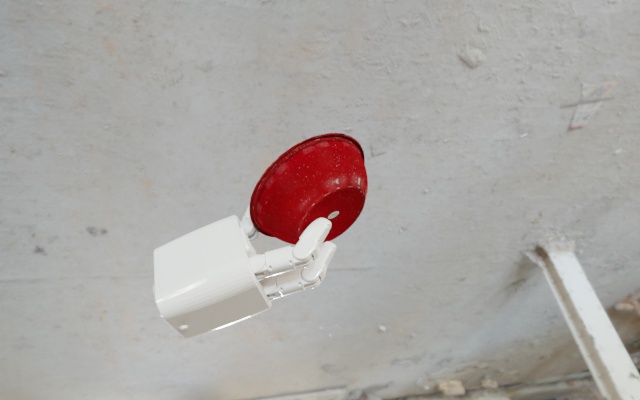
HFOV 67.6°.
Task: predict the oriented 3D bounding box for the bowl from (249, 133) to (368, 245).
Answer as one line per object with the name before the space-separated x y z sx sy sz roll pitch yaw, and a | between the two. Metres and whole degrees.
bowl | 0.001 0.001 0.563 0.162 0.162 0.055 0 40 -44
